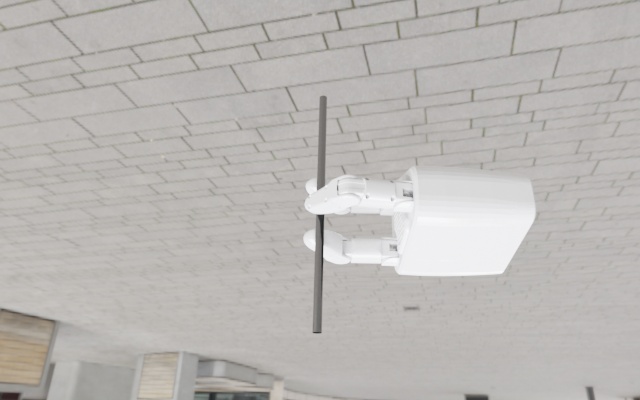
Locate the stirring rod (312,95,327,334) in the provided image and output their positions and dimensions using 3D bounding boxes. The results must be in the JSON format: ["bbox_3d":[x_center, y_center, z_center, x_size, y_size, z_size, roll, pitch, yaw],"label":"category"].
[{"bbox_3d":[0.000,0.001,0.449,0.011,0.239,0.011,1,-25,1],"label":"stirring rod"}]
